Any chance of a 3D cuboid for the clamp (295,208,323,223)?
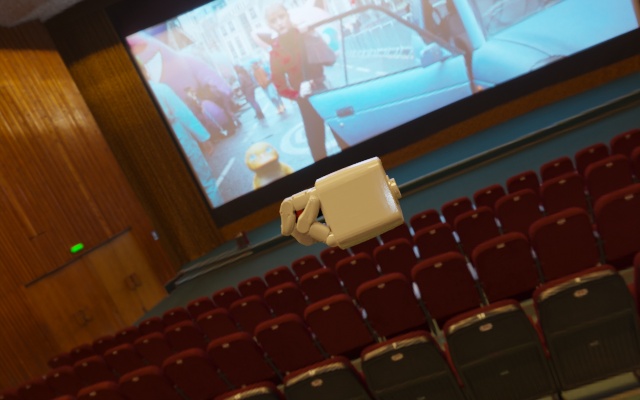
[{"bbox_3d":[0.000,0.002,0.838,0.120,0.039,0.171,-22,11,11],"label":"clamp"}]
